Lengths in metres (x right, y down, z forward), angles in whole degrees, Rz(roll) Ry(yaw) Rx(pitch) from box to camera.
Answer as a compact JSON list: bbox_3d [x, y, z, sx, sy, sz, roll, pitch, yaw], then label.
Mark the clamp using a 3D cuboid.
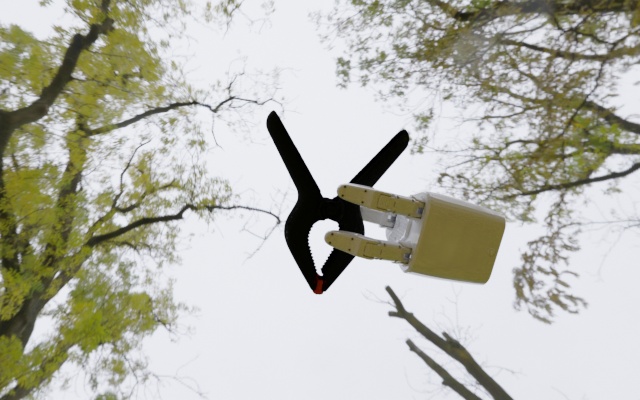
[{"bbox_3d":[0.000,0.002,0.550,0.164,0.210,0.036,14,7,-10],"label":"clamp"}]
